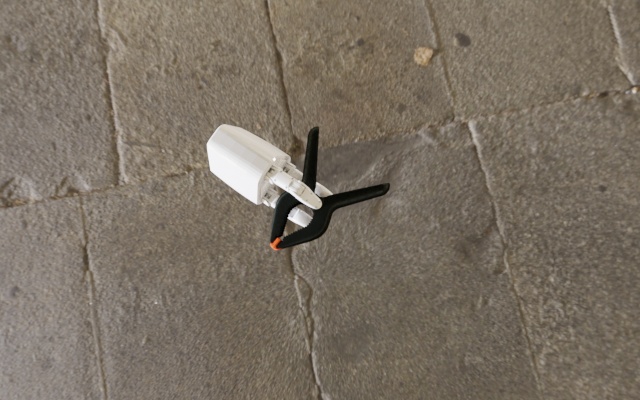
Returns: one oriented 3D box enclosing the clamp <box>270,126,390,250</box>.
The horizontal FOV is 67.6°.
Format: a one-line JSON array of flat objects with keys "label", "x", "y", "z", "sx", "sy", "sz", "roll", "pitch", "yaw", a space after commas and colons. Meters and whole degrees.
[{"label": "clamp", "x": 0.000, "y": 0.003, "z": 0.776, "sx": 0.164, "sy": 0.210, "sz": 0.036, "roll": 33, "pitch": -7, "yaw": 9}]
